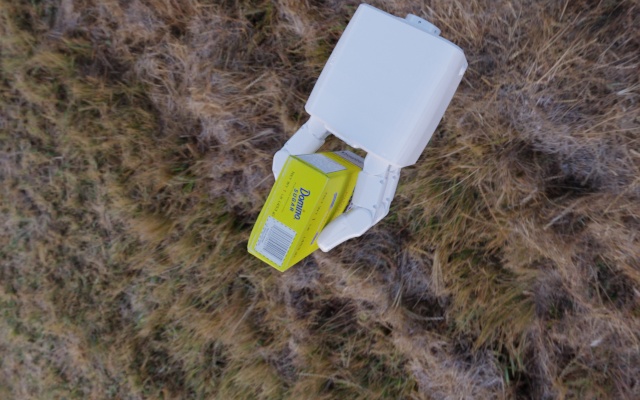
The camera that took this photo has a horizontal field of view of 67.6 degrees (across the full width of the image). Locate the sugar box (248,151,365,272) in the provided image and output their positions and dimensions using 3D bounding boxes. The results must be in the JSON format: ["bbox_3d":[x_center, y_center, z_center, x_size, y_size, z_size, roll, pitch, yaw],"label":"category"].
[{"bbox_3d":[0.001,0.002,0.467,0.048,0.093,0.176,31,16,15],"label":"sugar box"}]
